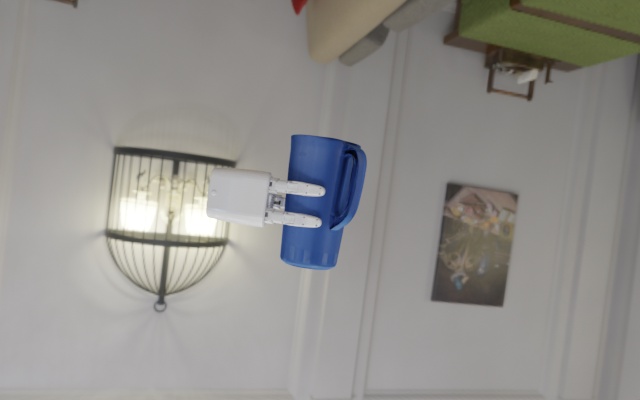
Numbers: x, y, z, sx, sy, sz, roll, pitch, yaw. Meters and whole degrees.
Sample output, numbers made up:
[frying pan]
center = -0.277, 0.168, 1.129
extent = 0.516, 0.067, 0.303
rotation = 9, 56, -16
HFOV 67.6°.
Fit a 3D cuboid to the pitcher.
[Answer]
[pitcher]
center = 0.000, 0.003, 0.888
extent = 0.145, 0.243, 0.149
rotation = 8, 1, 2
